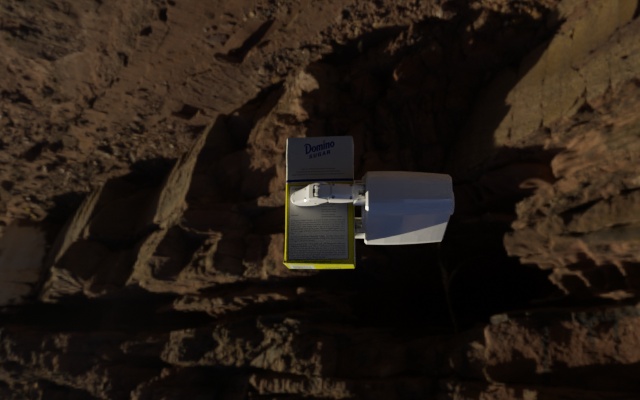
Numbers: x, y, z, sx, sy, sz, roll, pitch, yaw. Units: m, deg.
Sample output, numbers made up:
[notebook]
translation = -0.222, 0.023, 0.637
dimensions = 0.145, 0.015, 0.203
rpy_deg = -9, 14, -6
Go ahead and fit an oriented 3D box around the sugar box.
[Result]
[sugar box]
translation = 0.000, 0.002, 0.646
dimensions = 0.093, 0.176, 0.048
rpy_deg = 0, -17, 6
